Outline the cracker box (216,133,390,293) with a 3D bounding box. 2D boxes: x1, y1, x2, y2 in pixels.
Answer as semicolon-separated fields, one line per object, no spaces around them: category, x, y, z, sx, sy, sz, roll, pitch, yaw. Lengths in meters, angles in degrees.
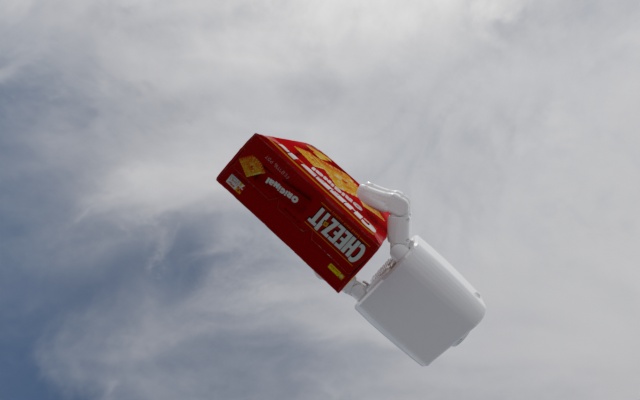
cracker box;0.000;0.002;0.550;0.164;0.072;0.213;42;11;6
